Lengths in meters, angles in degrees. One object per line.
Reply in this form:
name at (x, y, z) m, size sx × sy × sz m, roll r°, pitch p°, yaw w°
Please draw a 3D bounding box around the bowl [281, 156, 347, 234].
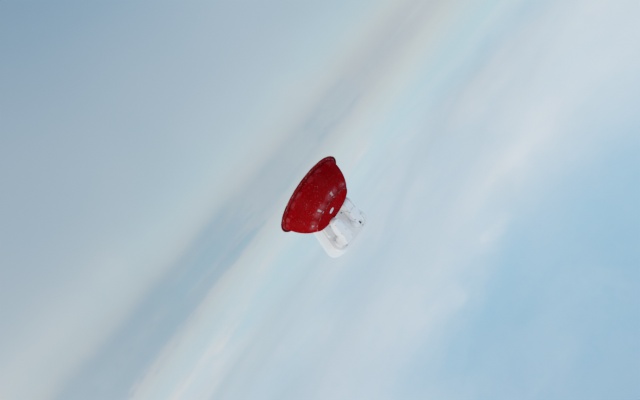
bowl at (0.000, 0.003, 0.850) m, size 0.055 × 0.162 × 0.162 m, roll 34°, pitch 10°, yaw 16°
